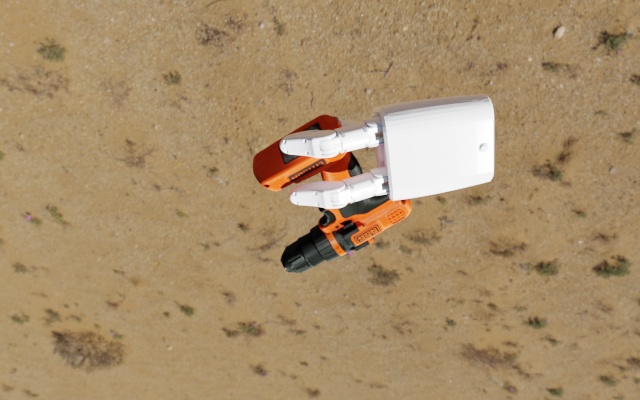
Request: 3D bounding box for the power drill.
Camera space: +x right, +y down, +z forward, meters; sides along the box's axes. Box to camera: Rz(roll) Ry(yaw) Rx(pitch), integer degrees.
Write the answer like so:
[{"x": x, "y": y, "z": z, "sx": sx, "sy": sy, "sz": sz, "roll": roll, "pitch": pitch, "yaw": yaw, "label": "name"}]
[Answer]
[{"x": 0.000, "y": 0.002, "z": 0.565, "sx": 0.184, "sy": 0.057, "sz": 0.188, "roll": -31, "pitch": -43, "yaw": 7, "label": "power drill"}]
